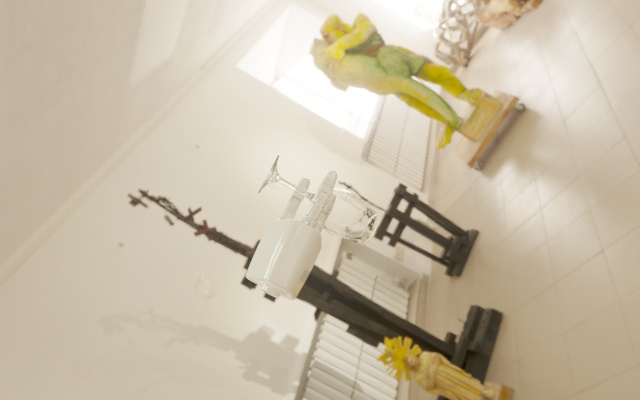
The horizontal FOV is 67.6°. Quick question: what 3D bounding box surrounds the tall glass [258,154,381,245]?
[{"bbox_3d":[0.000,0.002,0.805,0.201,0.079,0.079,28,-4,-7],"label":"tall glass"}]
